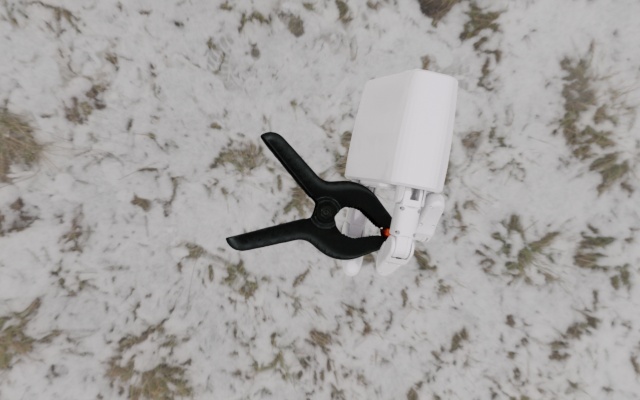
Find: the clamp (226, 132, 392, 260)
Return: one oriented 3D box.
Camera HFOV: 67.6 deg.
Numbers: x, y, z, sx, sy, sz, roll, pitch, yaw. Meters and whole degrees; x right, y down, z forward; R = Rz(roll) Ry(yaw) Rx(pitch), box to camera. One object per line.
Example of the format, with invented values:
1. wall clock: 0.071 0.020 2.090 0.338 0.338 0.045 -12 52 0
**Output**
1. clamp: 0.000 0.002 0.475 0.171 0.120 0.039 10 2 -9
